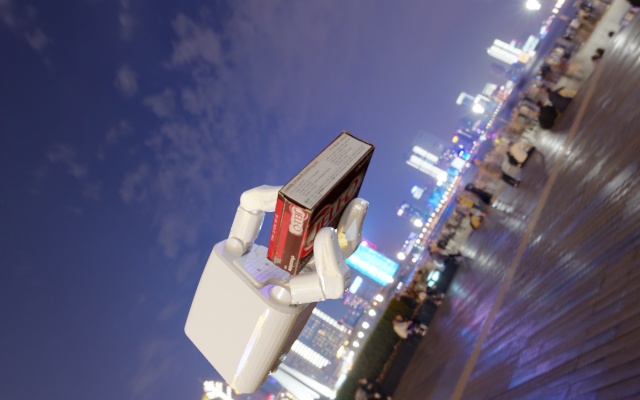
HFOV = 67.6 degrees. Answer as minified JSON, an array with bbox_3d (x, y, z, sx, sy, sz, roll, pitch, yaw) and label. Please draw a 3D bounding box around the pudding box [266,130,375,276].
[{"bbox_3d":[0.000,0.001,0.435,0.039,0.090,0.113,30,47,13],"label":"pudding box"}]
